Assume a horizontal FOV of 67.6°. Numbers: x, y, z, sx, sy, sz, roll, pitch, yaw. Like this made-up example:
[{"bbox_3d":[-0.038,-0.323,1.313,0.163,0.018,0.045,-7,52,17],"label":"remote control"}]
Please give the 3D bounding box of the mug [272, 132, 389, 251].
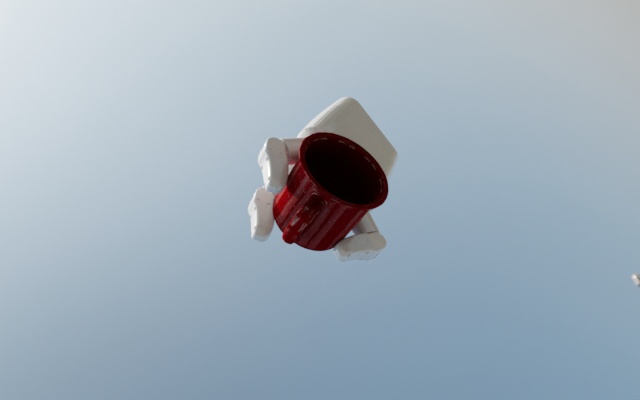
[{"bbox_3d":[-0.001,0.002,0.451,0.093,0.081,0.117,37,40,1],"label":"mug"}]
